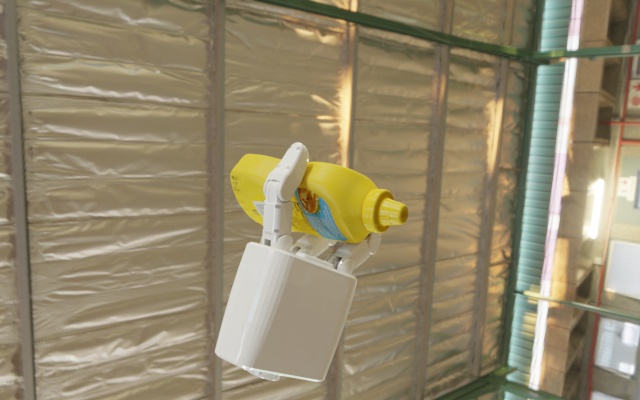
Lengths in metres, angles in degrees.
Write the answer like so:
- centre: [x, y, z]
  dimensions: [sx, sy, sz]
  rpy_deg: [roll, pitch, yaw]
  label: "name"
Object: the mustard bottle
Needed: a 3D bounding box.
- centre: [0.000, 0.001, 0.488]
  dimensions: [0.191, 0.058, 0.096]
  rpy_deg: [9, -38, 38]
  label: "mustard bottle"
